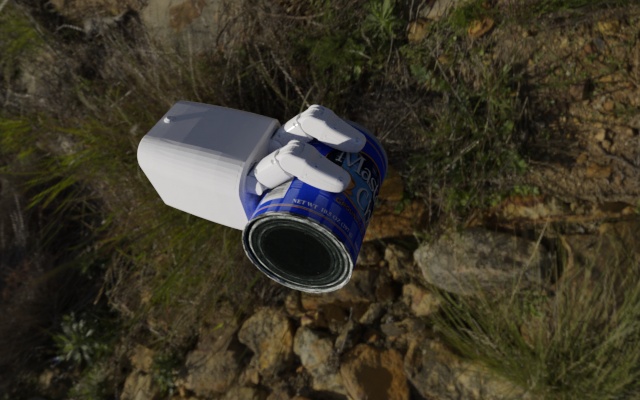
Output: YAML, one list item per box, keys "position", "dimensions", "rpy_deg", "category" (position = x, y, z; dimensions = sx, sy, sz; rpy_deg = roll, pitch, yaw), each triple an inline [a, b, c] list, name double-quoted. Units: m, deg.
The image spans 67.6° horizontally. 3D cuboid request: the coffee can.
- position: [0.000, 0.001, 0.459]
  dimensions: [0.103, 0.103, 0.140]
  rpy_deg: [0, 42, 24]
  category: "coffee can"
